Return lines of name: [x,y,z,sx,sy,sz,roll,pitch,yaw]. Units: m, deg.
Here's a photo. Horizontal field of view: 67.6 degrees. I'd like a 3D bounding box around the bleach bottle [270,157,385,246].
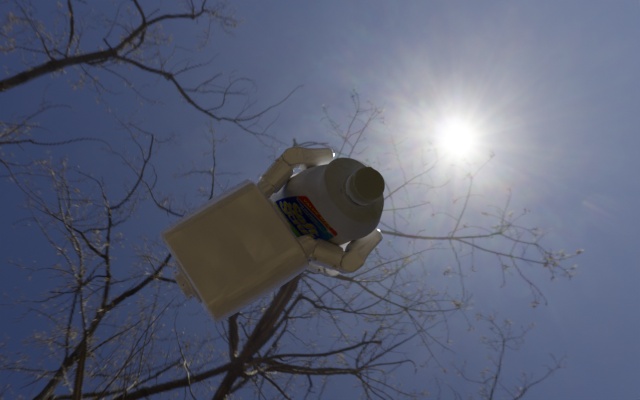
bleach bottle: [0.000,0.002,0.514,0.068,0.102,0.251,-33,0,-20]
